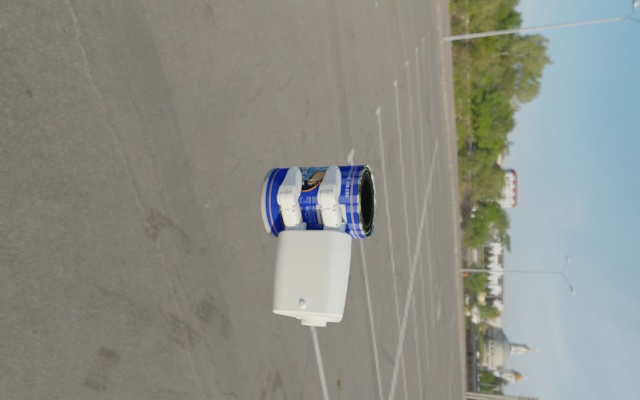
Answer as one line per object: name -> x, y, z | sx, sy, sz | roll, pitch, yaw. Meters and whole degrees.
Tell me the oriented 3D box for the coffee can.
coffee can -> 0.000, 0.002, 0.678 | 0.140, 0.103, 0.103 | -1, 0, 18
